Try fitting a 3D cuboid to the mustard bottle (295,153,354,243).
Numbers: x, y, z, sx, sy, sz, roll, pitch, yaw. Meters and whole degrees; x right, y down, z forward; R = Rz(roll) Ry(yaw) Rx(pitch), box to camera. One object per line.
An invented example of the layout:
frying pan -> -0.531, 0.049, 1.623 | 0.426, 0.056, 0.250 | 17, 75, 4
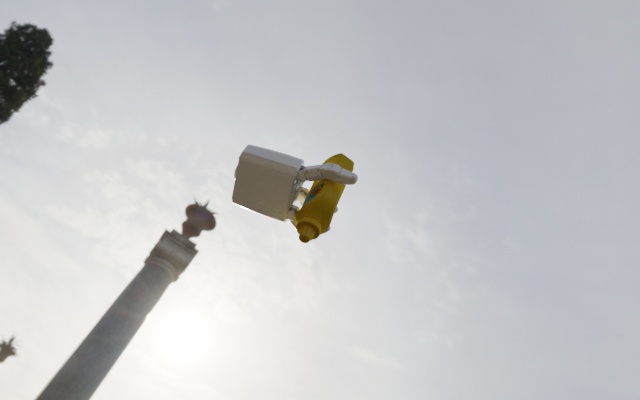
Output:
mustard bottle -> 0.001, 0.003, 0.827 | 0.058, 0.191, 0.096 | 37, -49, -10
